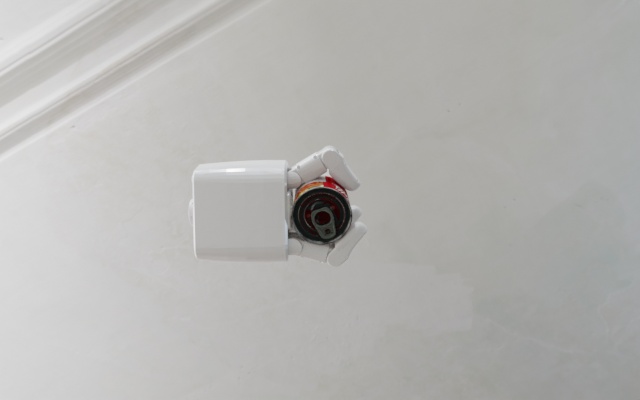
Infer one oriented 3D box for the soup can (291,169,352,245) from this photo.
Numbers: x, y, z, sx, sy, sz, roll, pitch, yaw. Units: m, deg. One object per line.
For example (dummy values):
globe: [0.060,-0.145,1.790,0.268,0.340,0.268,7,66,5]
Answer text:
soup can: [0.001,0.002,0.571,0.068,0.068,0.102,0,19,-1]
